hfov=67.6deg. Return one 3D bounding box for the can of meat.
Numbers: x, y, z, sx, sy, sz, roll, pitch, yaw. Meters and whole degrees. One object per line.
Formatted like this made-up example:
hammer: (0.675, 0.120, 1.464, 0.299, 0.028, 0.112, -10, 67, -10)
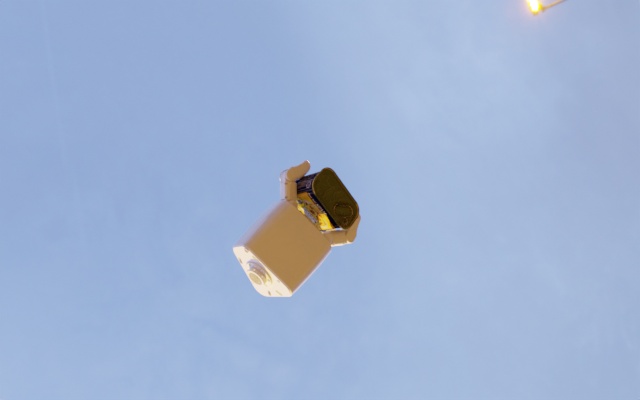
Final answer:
can of meat: (0.000, 0.002, 0.784, 0.084, 0.102, 0.057, -13, 31, 49)
